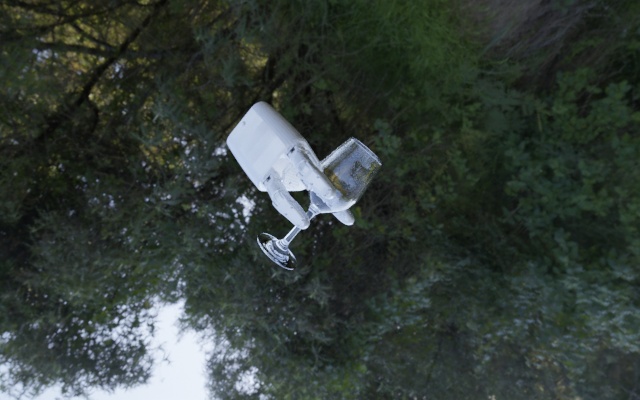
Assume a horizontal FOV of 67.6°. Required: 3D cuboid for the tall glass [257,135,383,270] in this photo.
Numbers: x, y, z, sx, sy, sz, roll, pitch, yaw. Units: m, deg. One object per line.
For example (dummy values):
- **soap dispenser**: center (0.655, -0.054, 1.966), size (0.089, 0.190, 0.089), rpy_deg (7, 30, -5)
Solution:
- **tall glass**: center (0.000, 0.003, 0.682), size (0.079, 0.201, 0.079), rpy_deg (39, 13, -11)
